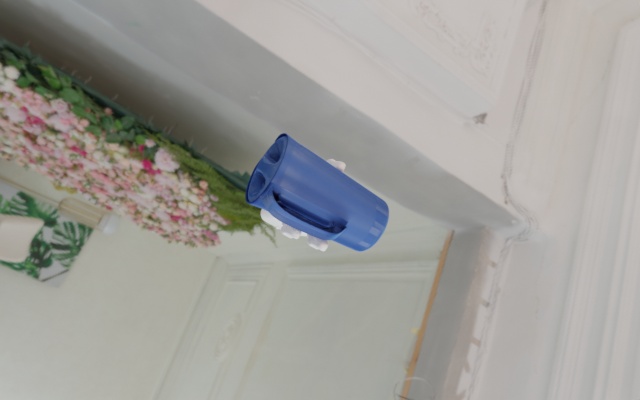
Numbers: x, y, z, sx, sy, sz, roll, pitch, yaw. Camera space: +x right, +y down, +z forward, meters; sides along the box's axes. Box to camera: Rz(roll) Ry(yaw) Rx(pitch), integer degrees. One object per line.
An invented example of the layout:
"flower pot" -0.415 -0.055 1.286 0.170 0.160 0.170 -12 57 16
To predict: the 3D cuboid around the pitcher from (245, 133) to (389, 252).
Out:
"pitcher" 0.000 0.003 0.837 0.243 0.149 0.145 29 -16 -22
